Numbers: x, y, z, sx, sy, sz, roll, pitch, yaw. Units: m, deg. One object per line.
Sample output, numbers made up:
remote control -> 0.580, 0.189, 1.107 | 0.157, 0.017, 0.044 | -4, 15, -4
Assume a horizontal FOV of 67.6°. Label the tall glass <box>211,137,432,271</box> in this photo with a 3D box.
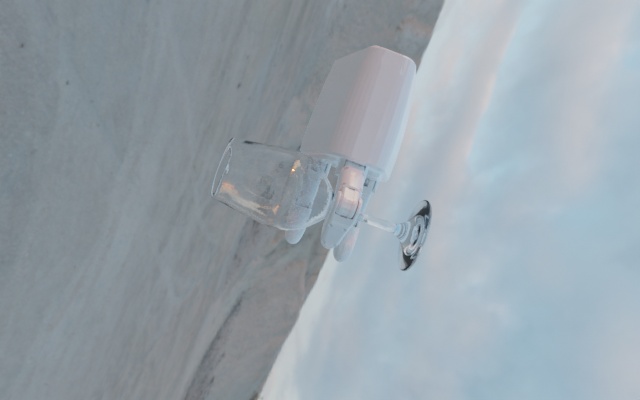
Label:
tall glass -> 0.001, 0.002, 0.464 | 0.201, 0.079, 0.079 | 19, -2, -6
